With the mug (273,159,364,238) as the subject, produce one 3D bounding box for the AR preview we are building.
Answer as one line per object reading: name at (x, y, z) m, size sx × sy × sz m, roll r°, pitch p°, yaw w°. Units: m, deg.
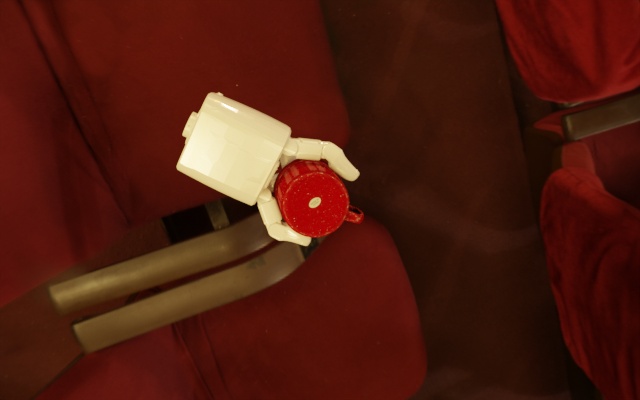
mug at (0.001, 0.003, 0.594) m, size 0.117 × 0.093 × 0.081 m, roll 25°, pitch 8°, yaw -12°
